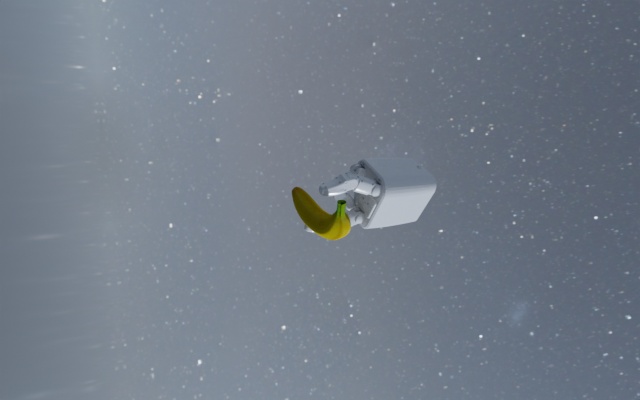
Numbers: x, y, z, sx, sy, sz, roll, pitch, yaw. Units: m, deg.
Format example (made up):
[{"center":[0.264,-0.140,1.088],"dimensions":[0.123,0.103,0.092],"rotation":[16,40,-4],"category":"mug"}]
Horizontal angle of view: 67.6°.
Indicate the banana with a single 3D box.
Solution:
[{"center":[0.002,0.021,0.731],"dimensions":[0.037,0.069,0.198],"rotation":[-5,8,-24],"category":"banana"}]
